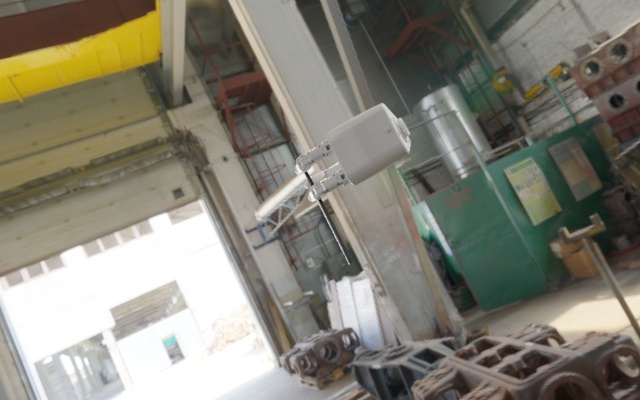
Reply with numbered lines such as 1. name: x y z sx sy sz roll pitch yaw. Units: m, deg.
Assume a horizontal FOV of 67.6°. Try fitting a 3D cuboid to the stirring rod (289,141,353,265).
1. stirring rod: 0.000 0.003 0.842 0.011 0.239 0.011 -26 -7 -3
